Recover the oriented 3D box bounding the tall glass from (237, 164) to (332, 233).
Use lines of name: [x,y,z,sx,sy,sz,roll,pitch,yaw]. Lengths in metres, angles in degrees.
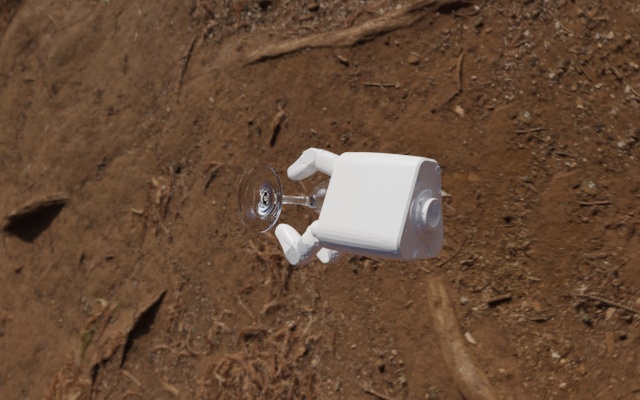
tall glass: [0.000,0.002,0.586,0.079,0.079,0.201,0,-3,42]
